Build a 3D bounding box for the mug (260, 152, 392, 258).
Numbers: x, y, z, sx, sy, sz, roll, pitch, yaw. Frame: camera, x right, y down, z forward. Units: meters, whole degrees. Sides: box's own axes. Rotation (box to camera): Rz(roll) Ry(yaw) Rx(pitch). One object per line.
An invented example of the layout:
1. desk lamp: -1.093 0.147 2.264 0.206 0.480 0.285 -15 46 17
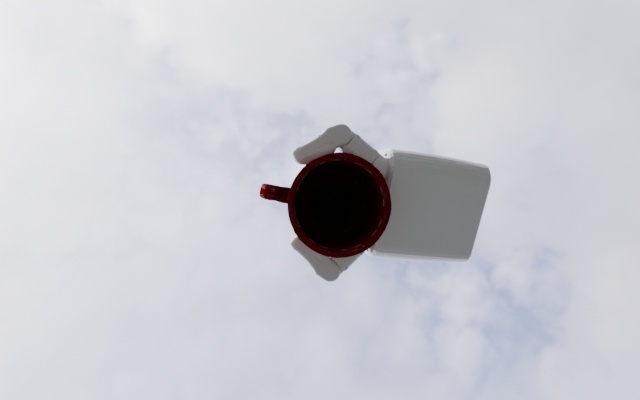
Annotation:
1. mug: -0.001 0.001 0.456 0.117 0.093 0.081 8 1 -8
